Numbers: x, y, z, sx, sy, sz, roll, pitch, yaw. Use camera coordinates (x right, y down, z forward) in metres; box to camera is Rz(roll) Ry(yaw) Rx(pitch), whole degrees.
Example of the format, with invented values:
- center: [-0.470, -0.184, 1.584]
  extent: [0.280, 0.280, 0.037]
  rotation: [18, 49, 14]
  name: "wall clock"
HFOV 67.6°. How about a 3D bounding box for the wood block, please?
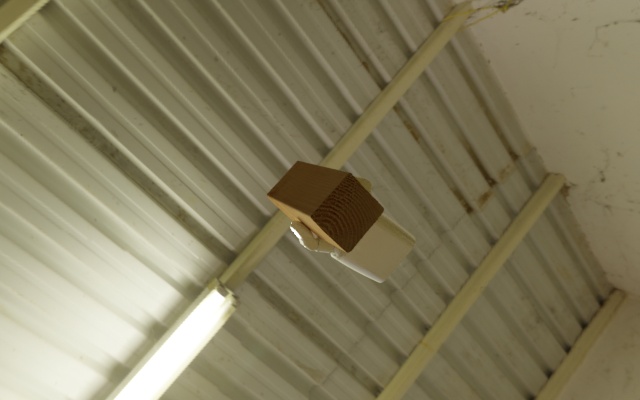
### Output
- center: [0.000, 0.003, 0.790]
  extent: [0.090, 0.091, 0.206]
  rotation: [45, -10, -24]
  name: "wood block"
